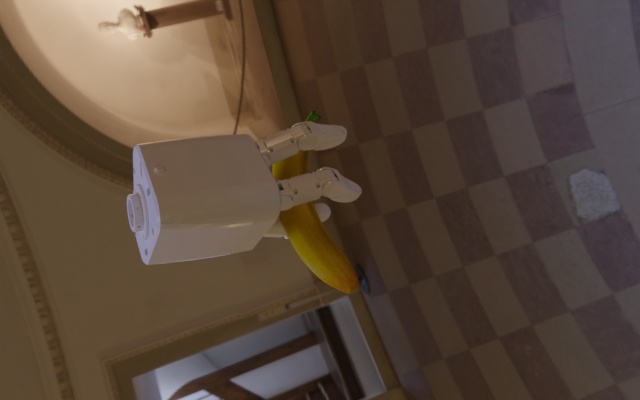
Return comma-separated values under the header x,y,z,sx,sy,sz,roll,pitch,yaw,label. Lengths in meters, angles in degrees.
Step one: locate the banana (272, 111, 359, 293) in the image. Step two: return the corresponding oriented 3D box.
x,y,z,sx,sy,sz,roll,pitch,yaw,label
-0.014,0.005,0.494,0.070,0.197,0.037,-27,-22,37,banana
